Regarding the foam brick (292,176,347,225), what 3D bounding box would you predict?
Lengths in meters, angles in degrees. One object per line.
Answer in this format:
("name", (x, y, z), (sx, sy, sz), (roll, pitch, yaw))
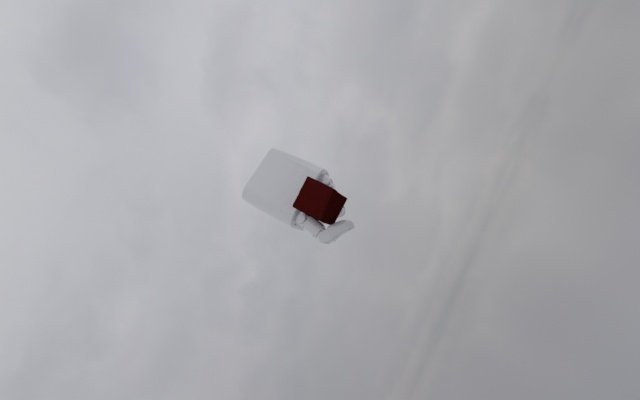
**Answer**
("foam brick", (0.000, 0.002, 0.734), (0.051, 0.053, 0.078), (28, -1, 18))
